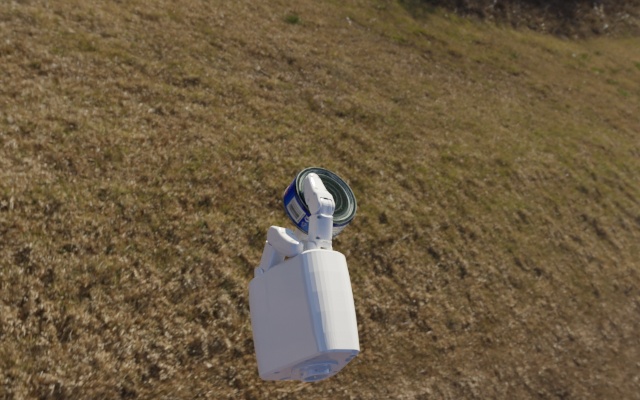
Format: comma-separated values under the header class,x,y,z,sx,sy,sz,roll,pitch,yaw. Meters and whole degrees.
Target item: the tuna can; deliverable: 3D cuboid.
class,x,y,z,sx,sy,sz,roll,pitch,yaw
tuna can,0.000,0.002,0.576,0.086,0.086,0.034,0,-34,-35
